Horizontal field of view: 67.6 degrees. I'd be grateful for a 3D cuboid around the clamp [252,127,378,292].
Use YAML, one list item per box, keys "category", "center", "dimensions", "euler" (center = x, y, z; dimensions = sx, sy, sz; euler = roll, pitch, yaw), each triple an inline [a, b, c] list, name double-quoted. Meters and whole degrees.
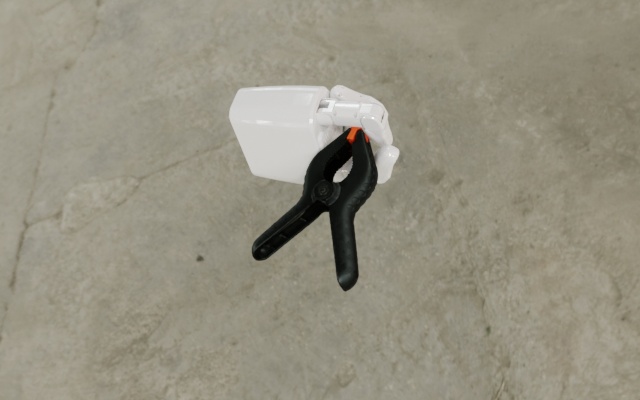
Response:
- category: "clamp"
  center: [0.000, 0.001, 0.483]
  dimensions: [0.120, 0.171, 0.039]
  euler: [7, -26, 24]
